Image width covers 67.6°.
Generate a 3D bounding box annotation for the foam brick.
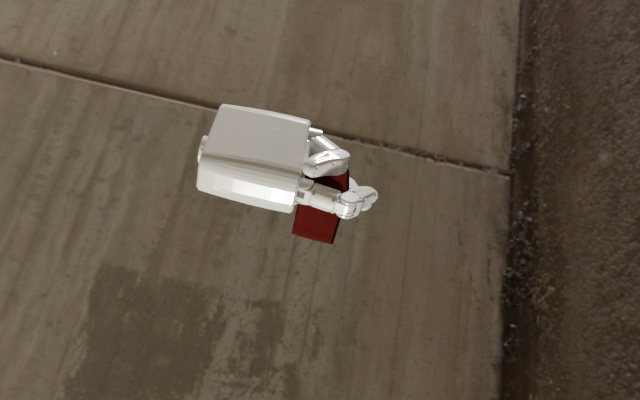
[{"bbox_3d":[0.000,0.002,0.562,0.051,0.078,0.053,12,33,-5],"label":"foam brick"}]
